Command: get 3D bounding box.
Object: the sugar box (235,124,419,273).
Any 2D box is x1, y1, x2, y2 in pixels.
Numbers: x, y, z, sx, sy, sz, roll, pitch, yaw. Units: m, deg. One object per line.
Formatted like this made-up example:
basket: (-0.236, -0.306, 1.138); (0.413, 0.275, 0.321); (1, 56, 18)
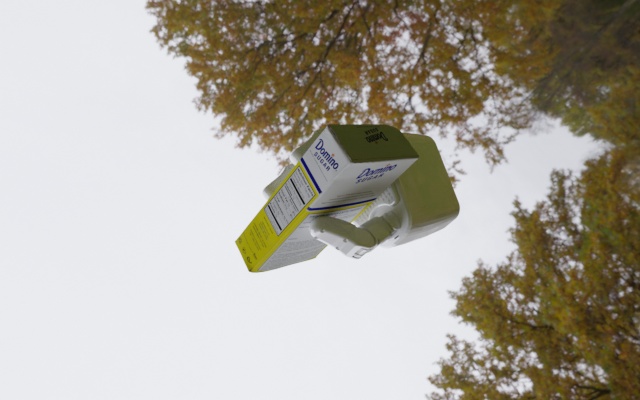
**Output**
sugar box: (0.000, 0.001, 0.446); (0.093, 0.048, 0.176); (-8, -32, -45)
